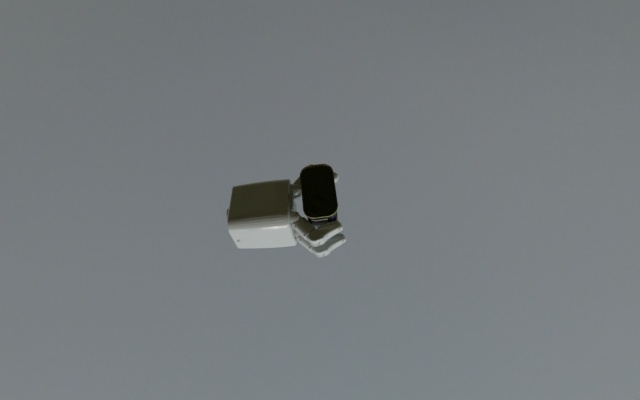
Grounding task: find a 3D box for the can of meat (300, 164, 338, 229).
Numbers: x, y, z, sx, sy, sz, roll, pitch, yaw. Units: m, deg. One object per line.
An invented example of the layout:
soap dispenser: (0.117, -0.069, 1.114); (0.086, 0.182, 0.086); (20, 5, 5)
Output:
can of meat: (0.000, 0.003, 0.822); (0.057, 0.102, 0.084); (-8, -29, 1)
